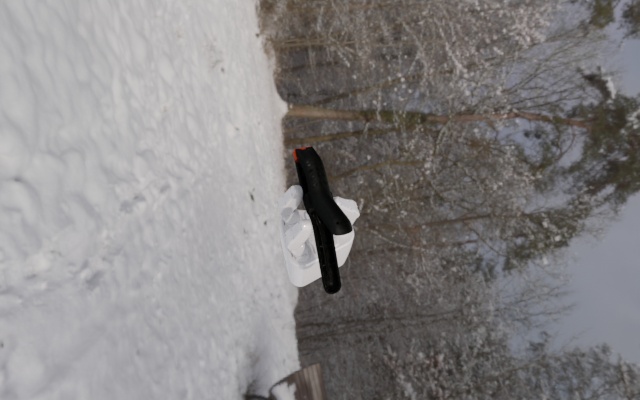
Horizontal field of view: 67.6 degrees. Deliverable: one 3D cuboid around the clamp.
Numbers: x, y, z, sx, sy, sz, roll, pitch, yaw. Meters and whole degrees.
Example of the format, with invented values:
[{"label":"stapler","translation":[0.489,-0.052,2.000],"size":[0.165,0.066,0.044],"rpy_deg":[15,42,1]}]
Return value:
[{"label":"clamp","translation":[0.001,0.002,0.642],"size":[0.036,0.210,0.165],"rpy_deg":[-9,-28,-12]}]
